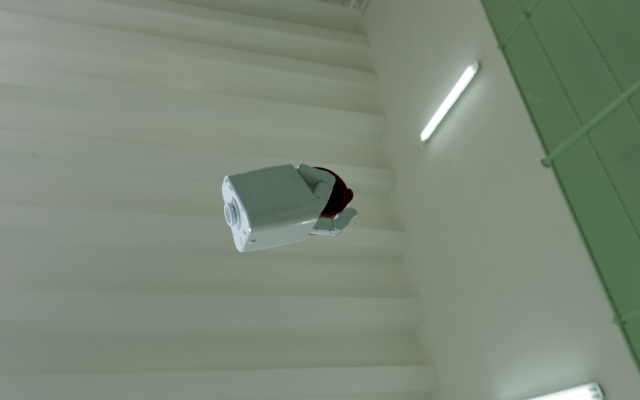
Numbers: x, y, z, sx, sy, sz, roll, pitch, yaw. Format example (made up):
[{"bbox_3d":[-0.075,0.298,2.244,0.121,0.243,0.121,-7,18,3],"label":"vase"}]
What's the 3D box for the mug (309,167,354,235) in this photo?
[{"bbox_3d":[0.001,0.002,0.800,0.117,0.093,0.081,-11,-27,-27],"label":"mug"}]
